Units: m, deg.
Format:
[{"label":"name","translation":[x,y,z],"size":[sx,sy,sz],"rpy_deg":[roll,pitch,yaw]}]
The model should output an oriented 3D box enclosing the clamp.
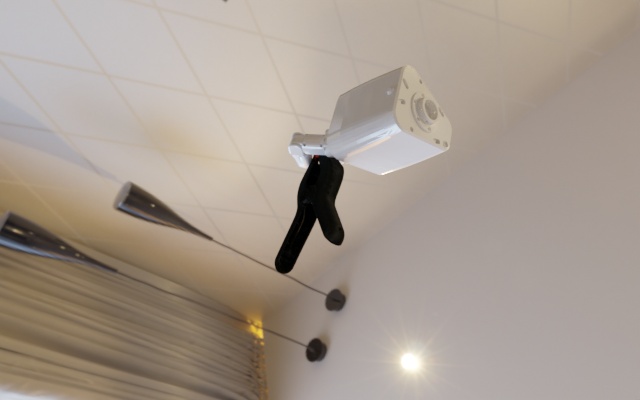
[{"label":"clamp","translation":[0.001,0.002,0.583],"size":[0.039,0.171,0.120],"rpy_deg":[31,-31,-31]}]
